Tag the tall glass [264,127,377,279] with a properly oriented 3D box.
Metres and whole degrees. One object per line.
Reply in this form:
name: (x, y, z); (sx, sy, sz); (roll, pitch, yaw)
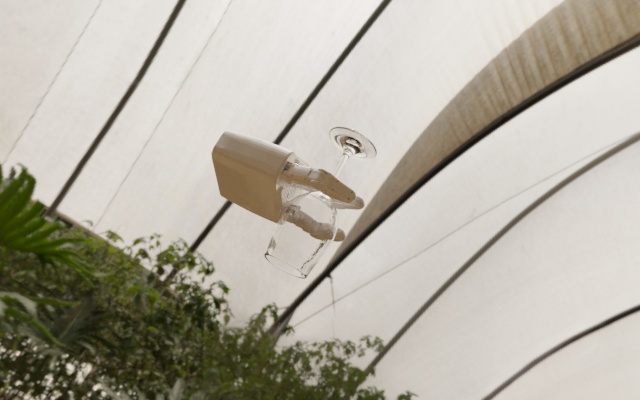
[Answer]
tall glass: (0.001, 0.002, 0.639); (0.079, 0.201, 0.079); (25, -19, 10)
